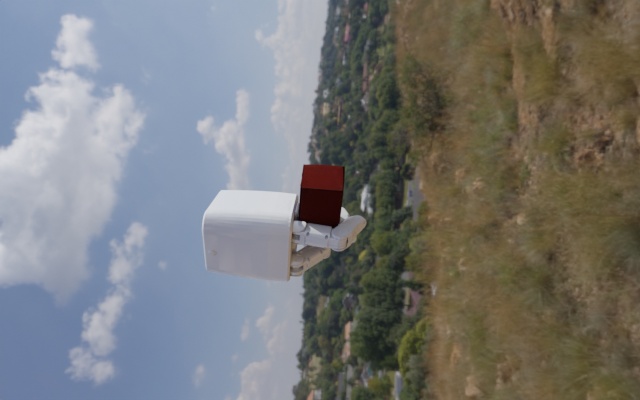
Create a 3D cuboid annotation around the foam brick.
[{"bbox_3d":[0.000,0.002,0.583,0.051,0.078,0.053,6,37,0],"label":"foam brick"}]
